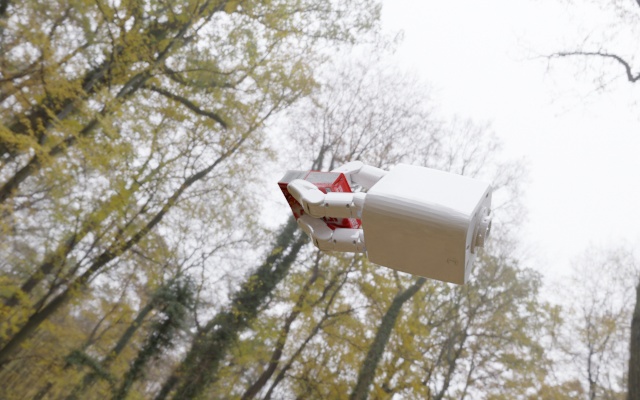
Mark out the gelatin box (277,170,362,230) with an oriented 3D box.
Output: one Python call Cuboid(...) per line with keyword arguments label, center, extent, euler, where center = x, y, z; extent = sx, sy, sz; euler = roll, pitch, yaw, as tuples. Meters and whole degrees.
Cuboid(label="gelatin box", center=(0.000, 0.002, 0.567), extent=(0.089, 0.073, 0.030), euler=(6, 44, 40))
